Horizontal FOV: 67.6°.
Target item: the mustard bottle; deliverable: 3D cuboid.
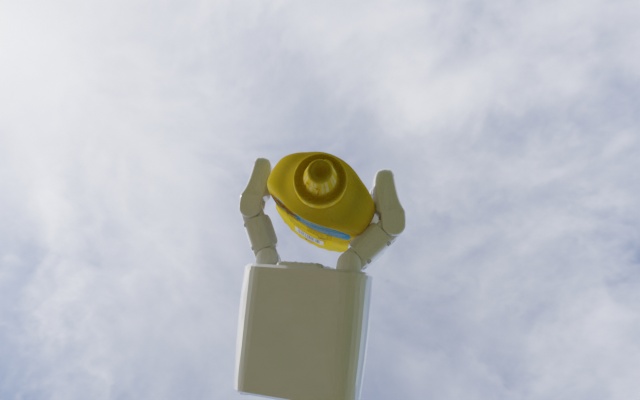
[{"bbox_3d":[0.000,0.001,0.428,0.096,0.058,0.192,30,-11,7],"label":"mustard bottle"}]
